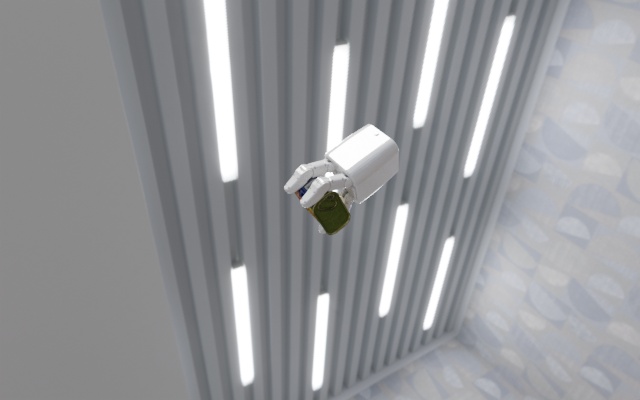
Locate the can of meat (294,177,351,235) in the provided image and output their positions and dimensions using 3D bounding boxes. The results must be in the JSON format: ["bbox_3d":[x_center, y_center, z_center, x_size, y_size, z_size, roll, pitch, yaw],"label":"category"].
[{"bbox_3d":[0.000,0.003,0.891,0.084,0.057,0.102,45,-8,41],"label":"can of meat"}]
